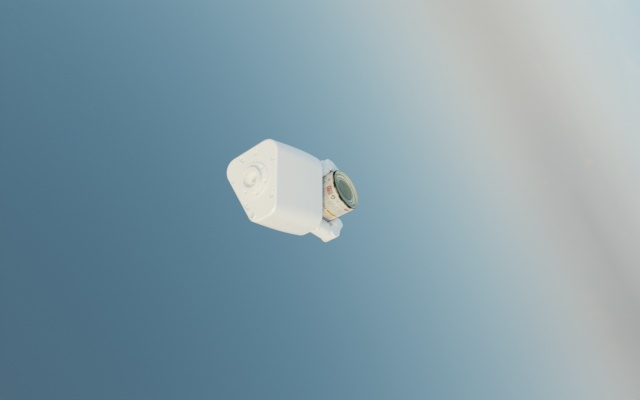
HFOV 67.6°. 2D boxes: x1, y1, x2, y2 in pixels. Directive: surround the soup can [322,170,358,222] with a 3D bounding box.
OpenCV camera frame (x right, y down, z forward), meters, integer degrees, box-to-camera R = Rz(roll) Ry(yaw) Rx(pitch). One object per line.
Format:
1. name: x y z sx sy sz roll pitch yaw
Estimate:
1. soup can: 0.001 0.003 0.758 0.102 0.068 0.068 -27 -13 26
